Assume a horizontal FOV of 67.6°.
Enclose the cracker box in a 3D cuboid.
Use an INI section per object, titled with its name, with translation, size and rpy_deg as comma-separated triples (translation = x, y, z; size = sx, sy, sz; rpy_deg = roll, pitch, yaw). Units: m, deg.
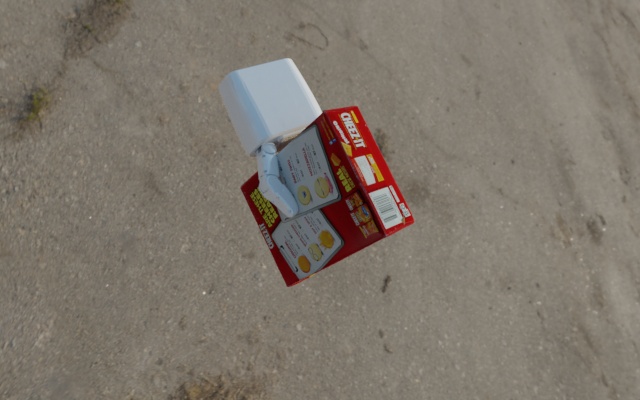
[cracker box]
translation = 0.000, 0.002, 0.632
size = 0.072, 0.164, 0.214
rpy_deg = -18, -11, -43
